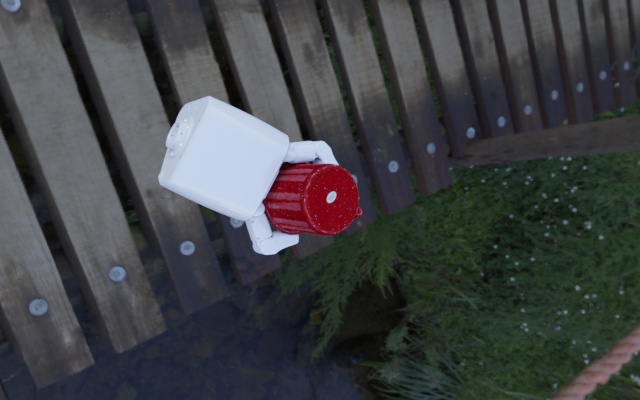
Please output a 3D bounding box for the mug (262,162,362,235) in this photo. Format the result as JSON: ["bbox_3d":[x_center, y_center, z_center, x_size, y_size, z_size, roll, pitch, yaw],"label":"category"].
[{"bbox_3d":[0.001,0.002,0.572,0.117,0.093,0.081,23,-12,-34],"label":"mug"}]
